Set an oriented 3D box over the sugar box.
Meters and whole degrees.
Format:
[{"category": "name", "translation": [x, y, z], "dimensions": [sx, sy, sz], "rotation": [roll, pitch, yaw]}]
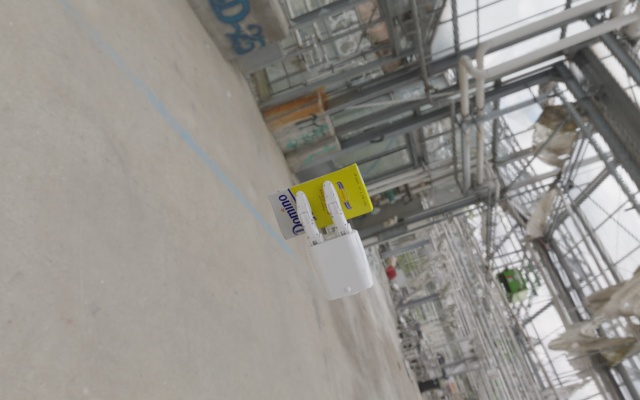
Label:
[{"category": "sugar box", "translation": [0.000, 0.003, 0.896], "dimensions": [0.176, 0.093, 0.048], "rotation": [-20, 4, 8]}]
